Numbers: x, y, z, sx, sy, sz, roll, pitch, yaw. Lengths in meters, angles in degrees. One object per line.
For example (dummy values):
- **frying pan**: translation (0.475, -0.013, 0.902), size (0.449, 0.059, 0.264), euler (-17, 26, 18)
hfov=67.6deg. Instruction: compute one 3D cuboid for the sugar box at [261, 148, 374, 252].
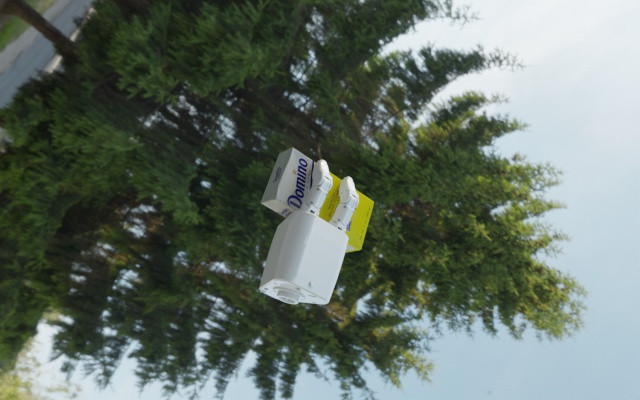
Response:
- **sugar box**: translation (0.000, 0.003, 0.751), size (0.176, 0.093, 0.048), euler (33, -29, -30)
